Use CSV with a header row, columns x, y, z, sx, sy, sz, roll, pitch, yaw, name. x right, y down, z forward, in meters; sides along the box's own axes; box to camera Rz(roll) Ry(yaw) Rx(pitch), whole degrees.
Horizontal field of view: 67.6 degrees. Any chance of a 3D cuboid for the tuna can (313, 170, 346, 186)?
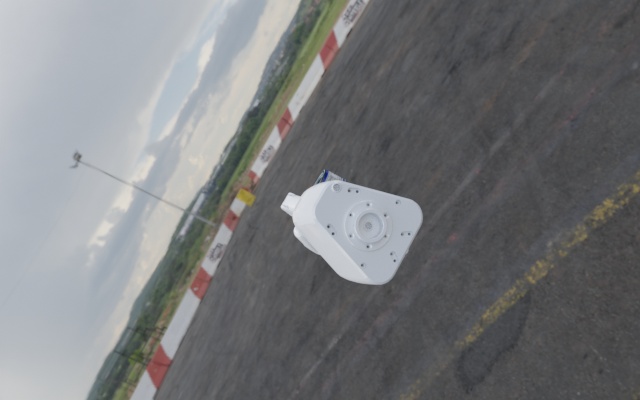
x,y,z,sx,sy,sz,roll,pitch,yaw,name
0.000,0.002,0.642,0.034,0.086,0.086,28,-3,-6,tuna can
